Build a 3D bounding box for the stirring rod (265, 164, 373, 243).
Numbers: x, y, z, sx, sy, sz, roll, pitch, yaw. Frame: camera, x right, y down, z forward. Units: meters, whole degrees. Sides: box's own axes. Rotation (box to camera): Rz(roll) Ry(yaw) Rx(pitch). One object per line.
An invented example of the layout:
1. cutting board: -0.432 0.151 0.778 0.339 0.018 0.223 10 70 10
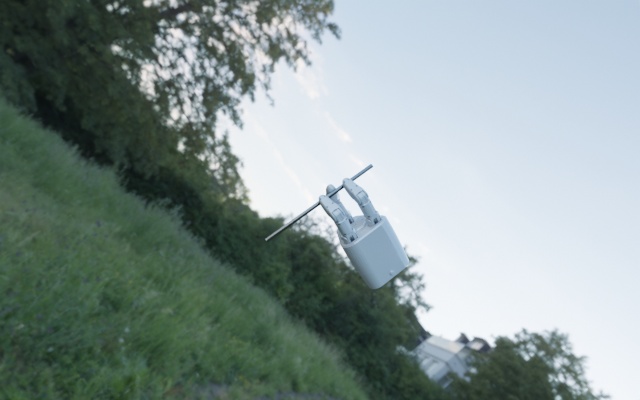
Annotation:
1. stirring rod: 0.000 0.003 0.867 0.239 0.011 0.011 -35 8 -12
